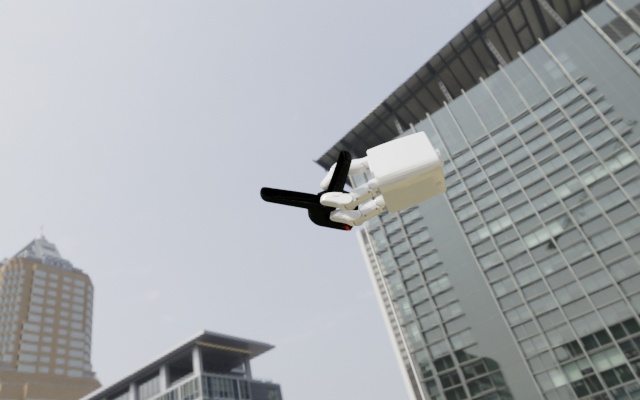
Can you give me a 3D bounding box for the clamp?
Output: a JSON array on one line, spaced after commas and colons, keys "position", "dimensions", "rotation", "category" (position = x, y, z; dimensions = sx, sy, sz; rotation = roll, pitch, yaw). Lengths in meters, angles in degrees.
[{"position": [0.000, 0.002, 0.845], "dimensions": [0.164, 0.036, 0.210], "rotation": [-19, -35, 9], "category": "clamp"}]
